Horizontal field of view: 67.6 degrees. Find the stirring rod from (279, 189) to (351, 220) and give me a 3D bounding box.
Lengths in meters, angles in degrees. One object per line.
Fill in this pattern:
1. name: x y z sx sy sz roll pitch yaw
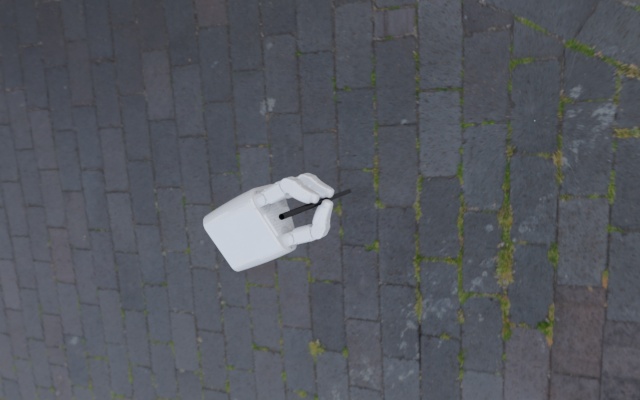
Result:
1. stirring rod: 0.000 0.002 0.700 0.011 0.011 0.239 0 9 24
